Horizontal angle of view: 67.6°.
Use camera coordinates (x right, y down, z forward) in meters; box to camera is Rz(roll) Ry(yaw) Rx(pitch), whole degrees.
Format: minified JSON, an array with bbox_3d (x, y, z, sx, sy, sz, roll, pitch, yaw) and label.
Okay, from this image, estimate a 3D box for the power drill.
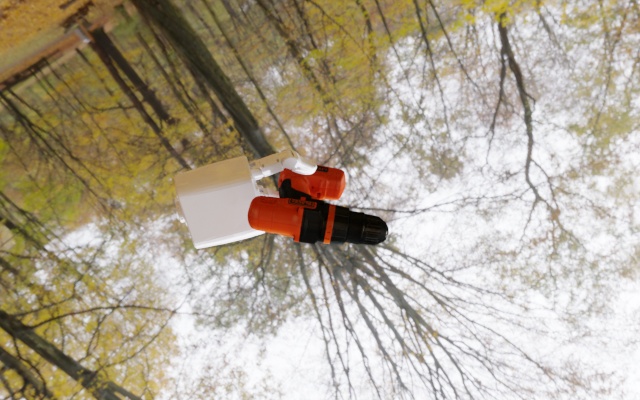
[{"bbox_3d":[0.000,0.002,0.684,0.184,0.057,0.187,10,20,-2],"label":"power drill"}]
